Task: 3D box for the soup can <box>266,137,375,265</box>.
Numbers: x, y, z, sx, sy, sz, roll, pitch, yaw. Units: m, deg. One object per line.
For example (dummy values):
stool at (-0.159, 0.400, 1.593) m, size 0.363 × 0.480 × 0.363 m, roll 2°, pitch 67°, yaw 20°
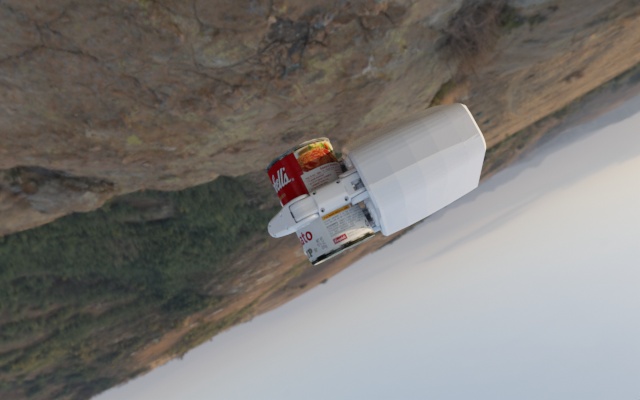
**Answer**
soup can at (0.000, 0.002, 0.453) m, size 0.068 × 0.102 × 0.068 m, roll -26°, pitch -8°, yaw -4°
